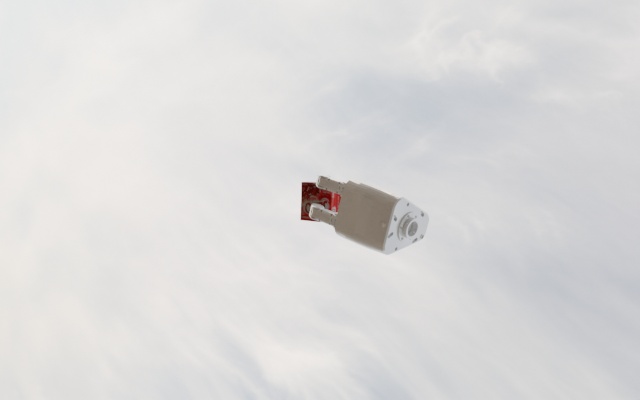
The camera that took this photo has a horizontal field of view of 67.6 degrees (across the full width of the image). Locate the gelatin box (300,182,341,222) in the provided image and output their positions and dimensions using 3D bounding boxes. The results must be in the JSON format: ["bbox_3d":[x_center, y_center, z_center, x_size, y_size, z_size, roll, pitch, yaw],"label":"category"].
[{"bbox_3d":[0.000,0.003,0.879,0.030,0.073,0.089,-1,3,-40],"label":"gelatin box"}]
